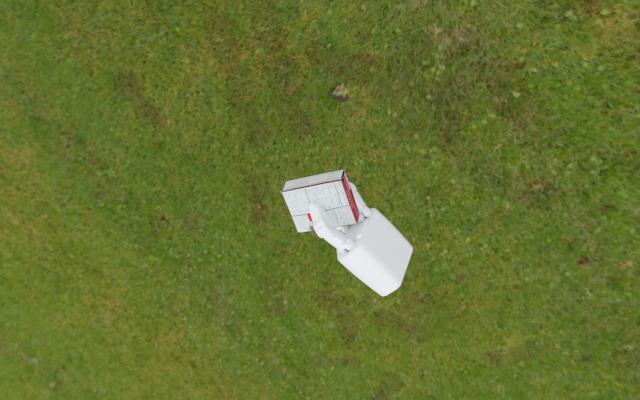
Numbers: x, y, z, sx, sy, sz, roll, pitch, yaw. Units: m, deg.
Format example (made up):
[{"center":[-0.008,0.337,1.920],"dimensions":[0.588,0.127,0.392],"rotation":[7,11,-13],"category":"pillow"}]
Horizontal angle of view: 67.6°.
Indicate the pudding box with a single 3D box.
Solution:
[{"center":[0.000,0.003,0.804],"dimensions":[0.113,0.090,0.039],"rotation":[-11,28,17],"category":"pudding box"}]
